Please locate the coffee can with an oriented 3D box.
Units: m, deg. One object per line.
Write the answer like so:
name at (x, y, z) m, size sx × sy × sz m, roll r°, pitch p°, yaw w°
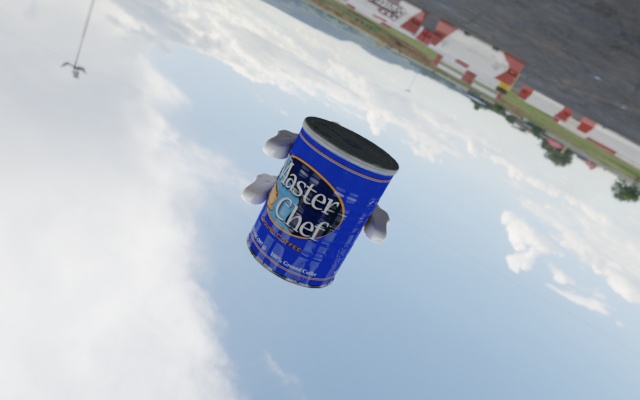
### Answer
coffee can at (0.000, 0.002, 0.481) m, size 0.103 × 0.140 × 0.102 m, roll 25°, pitch 20°, yaw -10°
